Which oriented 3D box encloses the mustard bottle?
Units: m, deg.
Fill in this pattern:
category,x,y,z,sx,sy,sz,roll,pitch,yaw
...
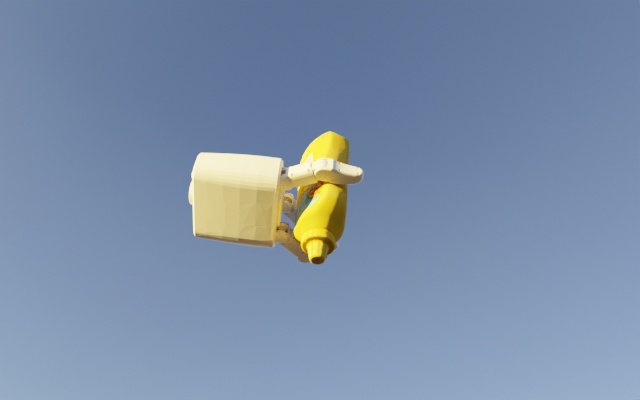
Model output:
category,x,y,z,sx,sy,sz,roll,pitch,yaw
mustard bottle,0.000,0.002,0.622,0.058,0.191,0.096,24,-48,-18
